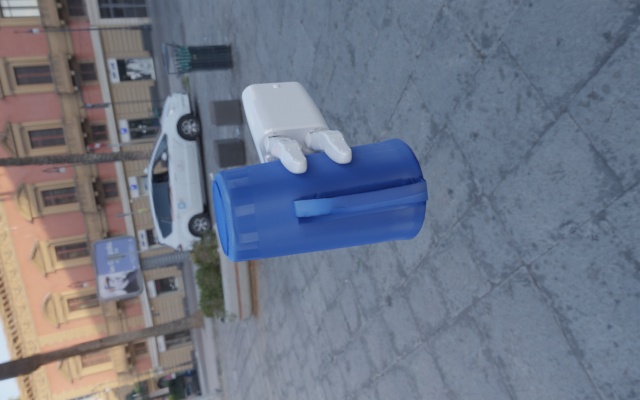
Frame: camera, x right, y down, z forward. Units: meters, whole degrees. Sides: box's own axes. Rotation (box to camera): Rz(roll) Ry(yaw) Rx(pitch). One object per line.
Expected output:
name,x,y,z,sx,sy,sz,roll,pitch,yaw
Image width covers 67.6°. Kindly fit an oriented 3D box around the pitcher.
pitcher,0.000,0.002,0.580,0.243,0.145,0.149,-9,-40,-18
